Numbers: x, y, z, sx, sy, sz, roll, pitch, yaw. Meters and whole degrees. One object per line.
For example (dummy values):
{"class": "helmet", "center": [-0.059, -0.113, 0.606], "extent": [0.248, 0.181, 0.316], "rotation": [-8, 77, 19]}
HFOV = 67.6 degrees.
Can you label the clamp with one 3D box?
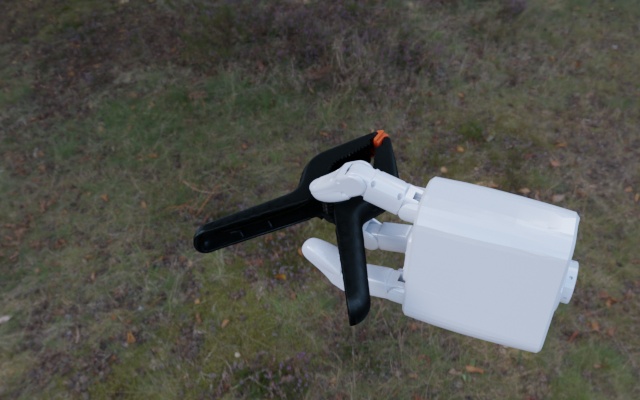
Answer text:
{"class": "clamp", "center": [0.000, 0.001, 0.429], "extent": [0.164, 0.036, 0.210], "rotation": [15, 47, 21]}
